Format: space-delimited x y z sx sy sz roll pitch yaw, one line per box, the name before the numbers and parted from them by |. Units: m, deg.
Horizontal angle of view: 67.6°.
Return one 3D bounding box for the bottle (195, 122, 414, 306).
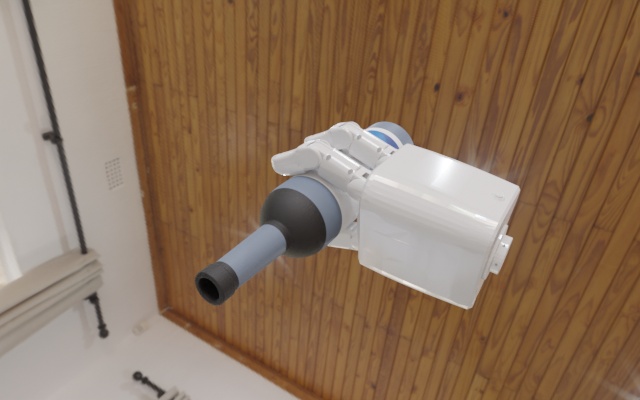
bottle | 0.000 0.001 0.439 0.069 0.069 0.295 0 24 35
